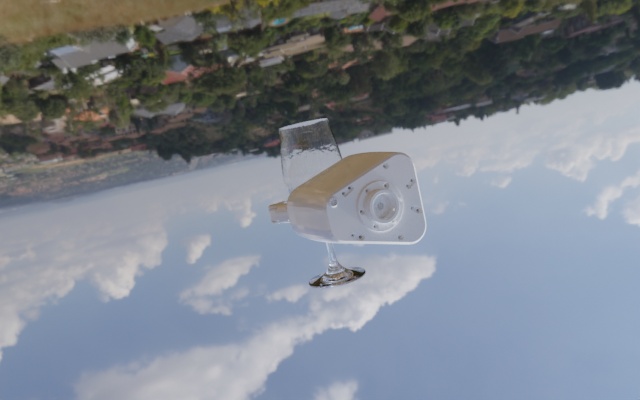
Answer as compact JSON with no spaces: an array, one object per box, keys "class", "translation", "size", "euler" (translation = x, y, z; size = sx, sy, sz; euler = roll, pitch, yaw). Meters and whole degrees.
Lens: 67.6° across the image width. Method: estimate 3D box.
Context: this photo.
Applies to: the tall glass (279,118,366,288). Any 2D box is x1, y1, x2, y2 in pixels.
[{"class":"tall glass","translation":[0.000,0.003,0.596],"size":[0.079,0.201,0.079],"euler":[-13,6,1]}]
